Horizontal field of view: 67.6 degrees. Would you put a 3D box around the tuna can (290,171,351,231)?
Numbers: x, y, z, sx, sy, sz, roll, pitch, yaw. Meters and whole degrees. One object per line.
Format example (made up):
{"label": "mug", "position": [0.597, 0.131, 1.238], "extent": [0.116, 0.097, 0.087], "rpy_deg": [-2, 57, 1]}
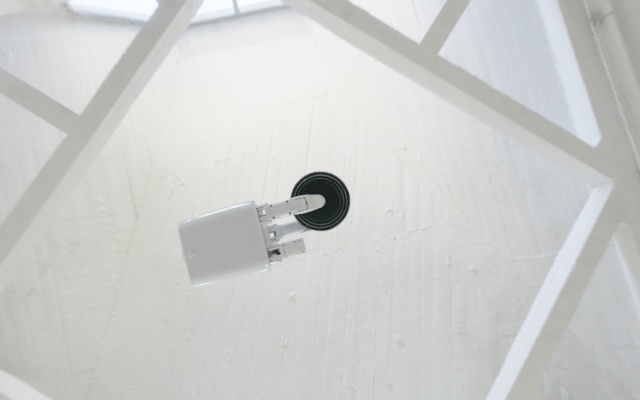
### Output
{"label": "tuna can", "position": [0.000, 0.002, 0.689], "extent": [0.086, 0.086, 0.034], "rpy_deg": [0, -5, 2]}
